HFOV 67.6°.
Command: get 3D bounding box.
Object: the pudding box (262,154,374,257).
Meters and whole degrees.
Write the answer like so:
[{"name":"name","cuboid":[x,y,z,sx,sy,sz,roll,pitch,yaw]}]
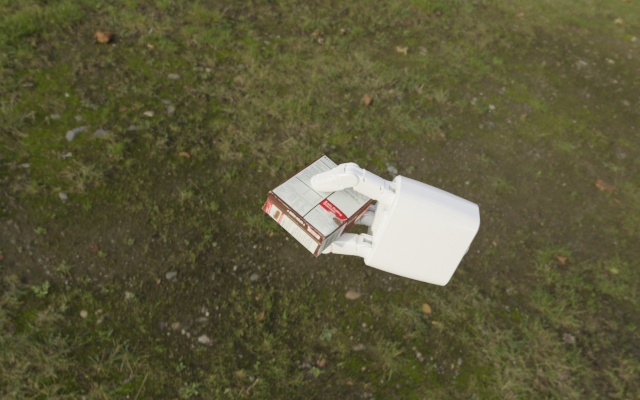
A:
[{"name":"pudding box","cuboid":[0.000,0.002,0.584,0.090,0.039,0.113,40,46,14]}]
